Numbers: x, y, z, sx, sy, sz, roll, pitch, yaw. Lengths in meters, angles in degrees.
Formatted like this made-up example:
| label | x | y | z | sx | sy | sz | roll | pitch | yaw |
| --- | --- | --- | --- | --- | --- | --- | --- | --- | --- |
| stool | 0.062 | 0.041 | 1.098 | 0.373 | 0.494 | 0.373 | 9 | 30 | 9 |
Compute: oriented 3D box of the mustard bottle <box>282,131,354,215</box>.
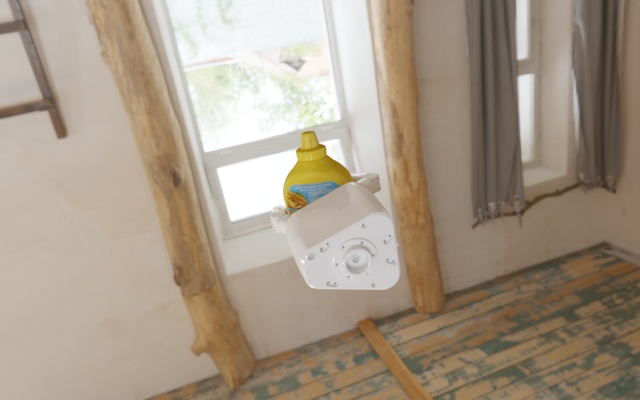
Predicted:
| label | x | y | z | sx | sy | sz | roll | pitch | yaw |
| --- | --- | --- | --- | --- | --- | --- | --- | --- | --- |
| mustard bottle | 0.000 | 0.002 | 0.638 | 0.096 | 0.192 | 0.058 | -5 | 21 | 16 |
